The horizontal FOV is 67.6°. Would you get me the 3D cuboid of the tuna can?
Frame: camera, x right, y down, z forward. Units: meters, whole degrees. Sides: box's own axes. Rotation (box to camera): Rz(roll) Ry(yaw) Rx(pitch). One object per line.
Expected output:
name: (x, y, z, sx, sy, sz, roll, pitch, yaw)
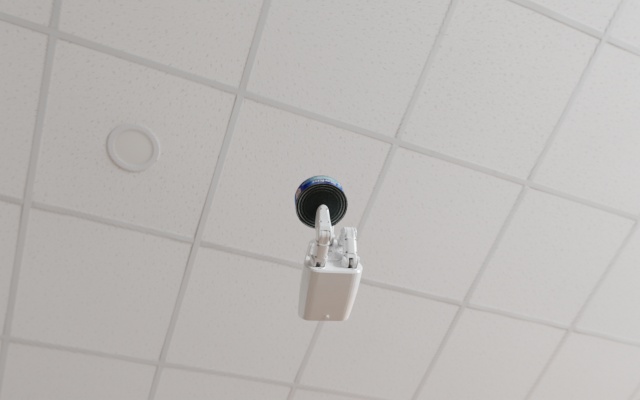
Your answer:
tuna can: (0.000, 0.002, 0.787, 0.086, 0.086, 0.033, 0, 28, -8)
